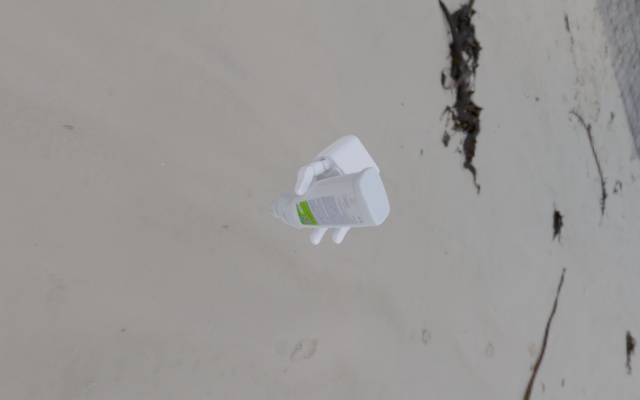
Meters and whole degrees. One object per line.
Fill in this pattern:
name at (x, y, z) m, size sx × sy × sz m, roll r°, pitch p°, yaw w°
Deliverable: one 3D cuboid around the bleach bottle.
bleach bottle at (0.000, 0.003, 0.893) m, size 0.251 × 0.103 × 0.068 m, roll -5°, pitch 26°, yaw 39°
